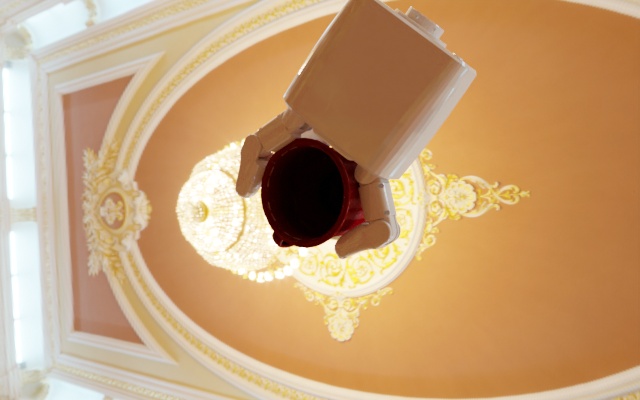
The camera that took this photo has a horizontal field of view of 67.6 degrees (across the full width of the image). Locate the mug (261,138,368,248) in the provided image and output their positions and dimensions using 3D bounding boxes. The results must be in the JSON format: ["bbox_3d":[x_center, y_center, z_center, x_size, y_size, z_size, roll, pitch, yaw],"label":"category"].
[{"bbox_3d":[-0.001,0.003,0.441,0.093,0.117,0.081,48,26,23],"label":"mug"}]
